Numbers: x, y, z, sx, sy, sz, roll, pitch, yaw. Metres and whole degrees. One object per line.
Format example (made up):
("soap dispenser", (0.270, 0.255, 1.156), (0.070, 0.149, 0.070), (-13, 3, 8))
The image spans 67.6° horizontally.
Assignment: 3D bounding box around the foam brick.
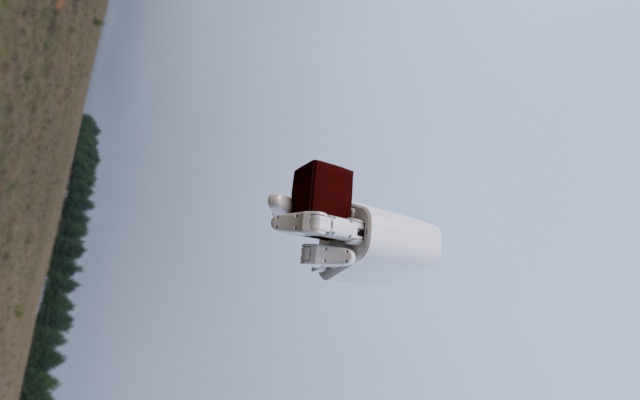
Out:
("foam brick", (0.000, 0.001, 0.534), (0.051, 0.078, 0.053), (11, -14, -27))
